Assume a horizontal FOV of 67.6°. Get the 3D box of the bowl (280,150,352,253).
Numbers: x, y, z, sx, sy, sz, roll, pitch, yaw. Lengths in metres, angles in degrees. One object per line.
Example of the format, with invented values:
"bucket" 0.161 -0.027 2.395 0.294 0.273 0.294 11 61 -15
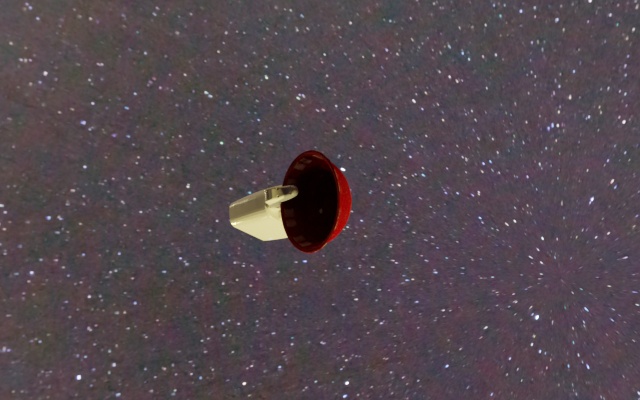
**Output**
"bowl" 0.001 0.003 0.763 0.055 0.162 0.162 3 -2 -36
